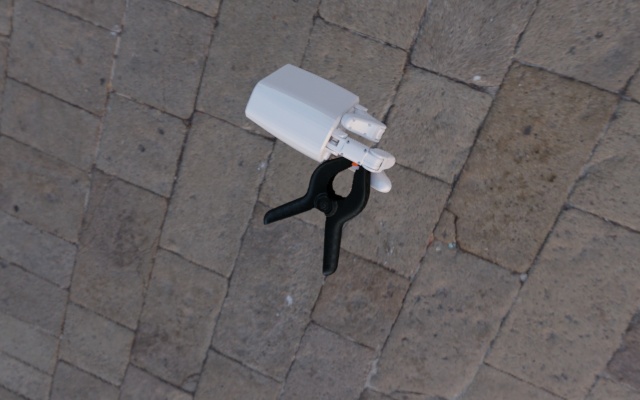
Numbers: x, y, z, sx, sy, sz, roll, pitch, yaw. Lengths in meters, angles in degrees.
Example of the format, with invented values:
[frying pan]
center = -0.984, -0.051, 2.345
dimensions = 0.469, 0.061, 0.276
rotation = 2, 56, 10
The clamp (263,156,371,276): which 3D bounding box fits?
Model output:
[clamp]
center = 0.000, 0.002, 0.615
dimensions = 0.120, 0.171, 0.039
rotation = 29, 19, 6
